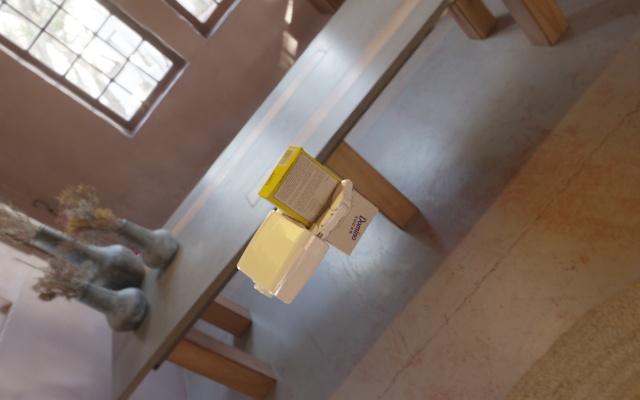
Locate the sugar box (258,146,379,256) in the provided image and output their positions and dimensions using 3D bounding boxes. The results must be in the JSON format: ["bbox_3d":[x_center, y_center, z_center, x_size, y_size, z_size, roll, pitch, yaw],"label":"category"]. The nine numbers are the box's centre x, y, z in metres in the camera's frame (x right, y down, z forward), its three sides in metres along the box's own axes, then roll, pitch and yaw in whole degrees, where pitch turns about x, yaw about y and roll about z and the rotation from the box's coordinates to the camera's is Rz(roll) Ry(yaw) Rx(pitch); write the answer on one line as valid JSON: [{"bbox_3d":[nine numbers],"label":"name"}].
[{"bbox_3d":[0.000,0.002,0.744,0.176,0.093,0.048,38,-8,-30],"label":"sugar box"}]
